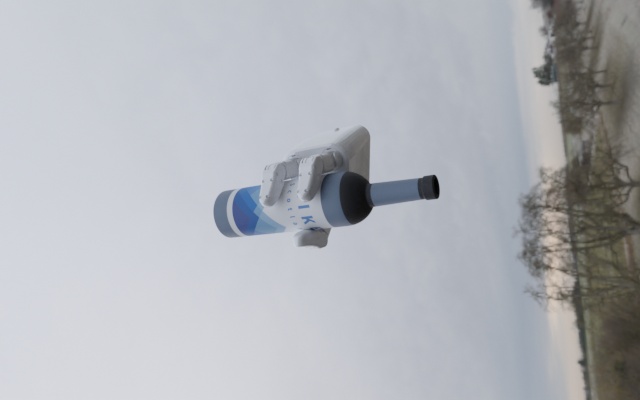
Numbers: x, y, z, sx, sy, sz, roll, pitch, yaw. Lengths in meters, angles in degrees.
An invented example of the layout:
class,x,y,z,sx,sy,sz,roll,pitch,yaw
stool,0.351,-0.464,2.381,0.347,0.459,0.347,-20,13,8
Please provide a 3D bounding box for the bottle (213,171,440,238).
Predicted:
class,x,y,z,sx,sy,sz,roll,pitch,yaw
bottle,0.000,0.002,0.596,0.296,0.069,0.069,-8,-4,29
